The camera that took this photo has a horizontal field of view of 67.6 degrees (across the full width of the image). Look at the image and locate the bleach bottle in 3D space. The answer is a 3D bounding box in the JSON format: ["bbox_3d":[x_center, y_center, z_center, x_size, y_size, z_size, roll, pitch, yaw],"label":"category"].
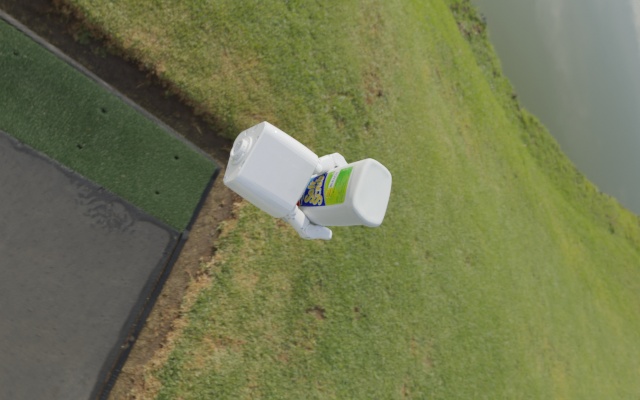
[{"bbox_3d":[0.000,0.003,0.792,0.068,0.102,0.251,33,-27,-31],"label":"bleach bottle"}]
